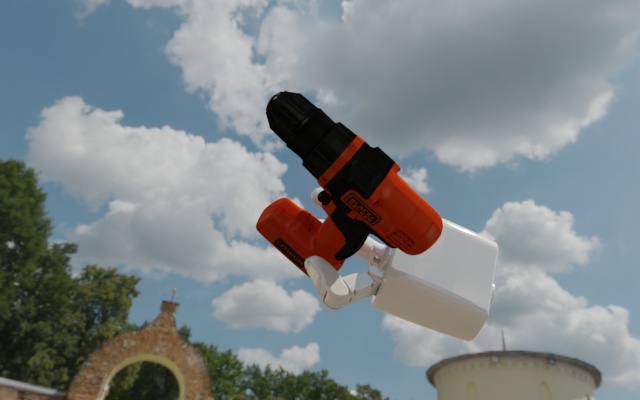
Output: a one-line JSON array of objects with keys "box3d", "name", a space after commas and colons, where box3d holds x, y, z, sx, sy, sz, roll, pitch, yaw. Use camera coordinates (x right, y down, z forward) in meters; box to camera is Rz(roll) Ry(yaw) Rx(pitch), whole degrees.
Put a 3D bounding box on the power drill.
[{"box3d": [0.000, 0.002, 0.463, 0.057, 0.184, 0.188, -49, 3, -32], "name": "power drill"}]
